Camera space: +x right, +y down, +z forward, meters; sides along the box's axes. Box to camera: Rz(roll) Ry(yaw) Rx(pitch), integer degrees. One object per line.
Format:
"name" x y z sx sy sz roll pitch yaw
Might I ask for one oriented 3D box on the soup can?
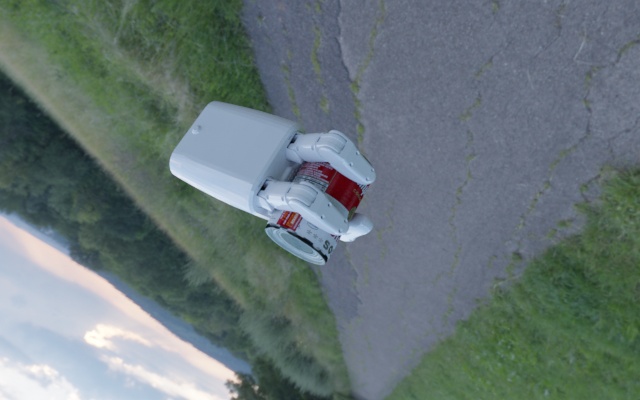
"soup can" 0.000 0.002 0.459 0.068 0.102 0.068 27 -19 10
